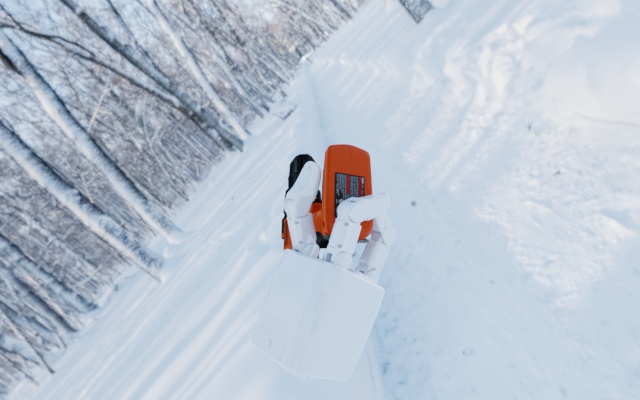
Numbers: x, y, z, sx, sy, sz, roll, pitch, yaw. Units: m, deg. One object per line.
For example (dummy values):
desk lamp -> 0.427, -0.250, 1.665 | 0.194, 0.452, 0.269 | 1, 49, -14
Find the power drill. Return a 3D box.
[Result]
power drill -> 0.000, 0.002, 0.586 | 0.057, 0.184, 0.188 | 5, -20, -18
